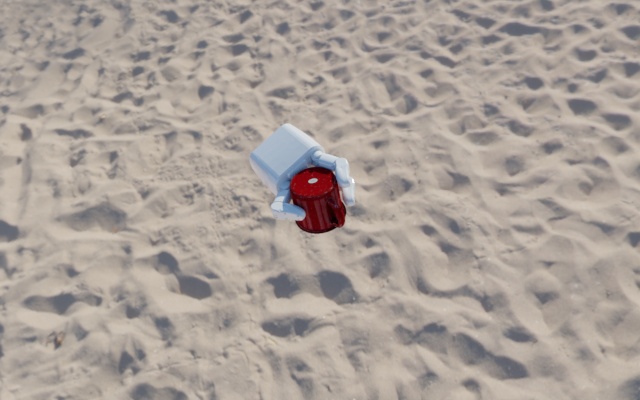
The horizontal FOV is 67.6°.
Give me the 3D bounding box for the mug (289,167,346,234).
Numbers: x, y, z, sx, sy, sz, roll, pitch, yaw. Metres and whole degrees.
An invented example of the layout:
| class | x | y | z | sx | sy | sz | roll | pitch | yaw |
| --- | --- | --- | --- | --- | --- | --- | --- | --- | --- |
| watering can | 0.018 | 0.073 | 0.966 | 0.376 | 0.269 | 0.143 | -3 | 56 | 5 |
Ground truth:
| class | x | y | z | sx | sy | sz | roll | pitch | yaw |
| --- | --- | --- | --- | --- | --- | --- | --- | --- | --- |
| mug | 0.001 | 0.003 | 0.810 | 0.093 | 0.082 | 0.117 | -32 | 47 | -18 |
